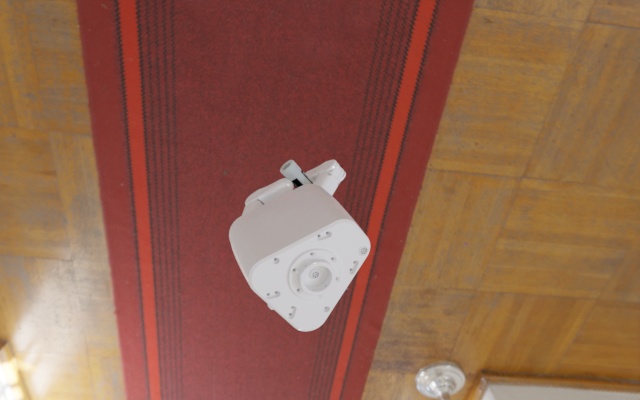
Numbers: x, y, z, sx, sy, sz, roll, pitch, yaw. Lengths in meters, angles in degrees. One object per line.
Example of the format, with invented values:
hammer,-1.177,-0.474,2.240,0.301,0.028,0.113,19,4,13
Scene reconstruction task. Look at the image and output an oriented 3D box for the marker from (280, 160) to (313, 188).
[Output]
marker,0.000,0.002,0.547,0.121,0.020,0.020,47,-24,-25
